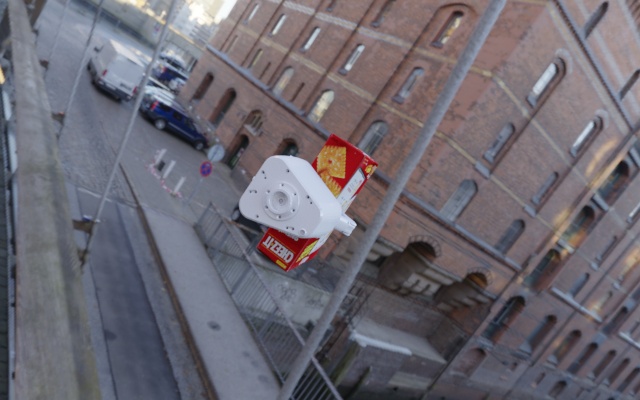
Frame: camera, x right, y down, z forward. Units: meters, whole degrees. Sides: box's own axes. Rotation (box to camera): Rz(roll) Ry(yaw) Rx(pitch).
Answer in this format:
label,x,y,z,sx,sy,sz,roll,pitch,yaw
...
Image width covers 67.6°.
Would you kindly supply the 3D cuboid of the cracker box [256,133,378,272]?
label,x,y,z,sx,sy,sz,roll,pitch,yaw
cracker box,0.000,0.003,0.788,0.072,0.214,0.164,36,8,11
